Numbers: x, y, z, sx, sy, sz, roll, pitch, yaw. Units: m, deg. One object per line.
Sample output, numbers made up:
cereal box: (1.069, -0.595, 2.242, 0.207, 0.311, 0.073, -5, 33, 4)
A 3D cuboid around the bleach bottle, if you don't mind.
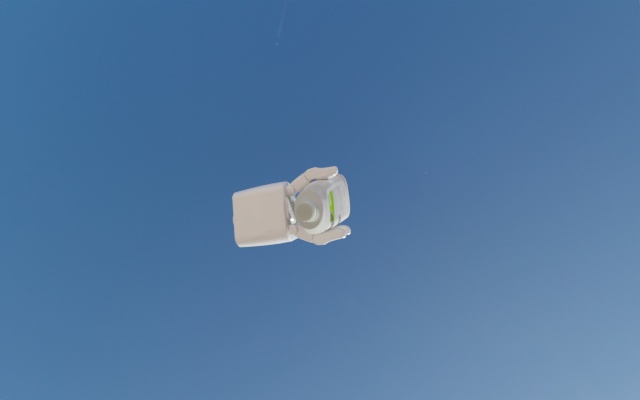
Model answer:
bleach bottle: (0.000, 0.003, 0.870, 0.068, 0.102, 0.251, -9, 1, 13)
